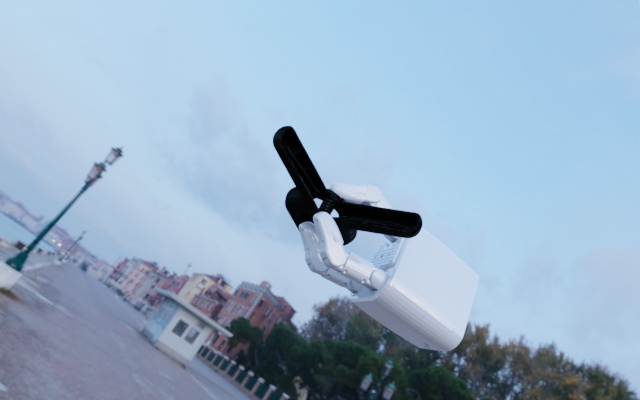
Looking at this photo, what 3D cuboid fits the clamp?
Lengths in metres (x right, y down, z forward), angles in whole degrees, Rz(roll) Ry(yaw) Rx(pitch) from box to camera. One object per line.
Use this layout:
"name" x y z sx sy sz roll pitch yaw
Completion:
"clamp" 0.001 0.001 0.530 0.164 0.036 0.210 38 -22 -6
